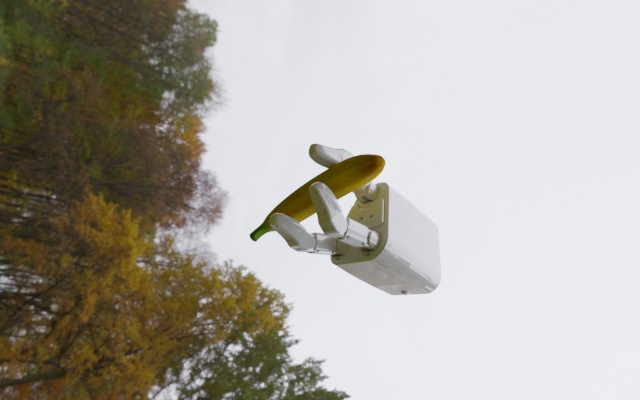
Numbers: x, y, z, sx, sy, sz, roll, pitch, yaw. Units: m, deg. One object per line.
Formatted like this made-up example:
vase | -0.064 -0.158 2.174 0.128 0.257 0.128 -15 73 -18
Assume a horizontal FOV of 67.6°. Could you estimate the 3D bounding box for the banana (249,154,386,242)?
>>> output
banana | 0.002 -0.007 0.559 0.198 0.037 0.069 -33 19 30
